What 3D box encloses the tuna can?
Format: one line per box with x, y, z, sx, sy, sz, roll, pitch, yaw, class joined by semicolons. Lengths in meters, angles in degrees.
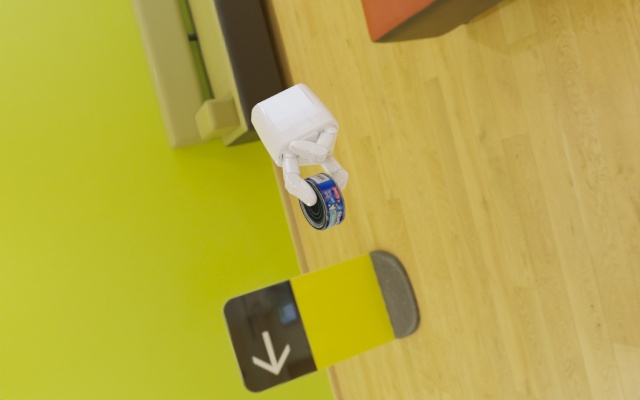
0.000;0.003;0.738;0.033;0.086;0.086;-20;10;-28;tuna can
